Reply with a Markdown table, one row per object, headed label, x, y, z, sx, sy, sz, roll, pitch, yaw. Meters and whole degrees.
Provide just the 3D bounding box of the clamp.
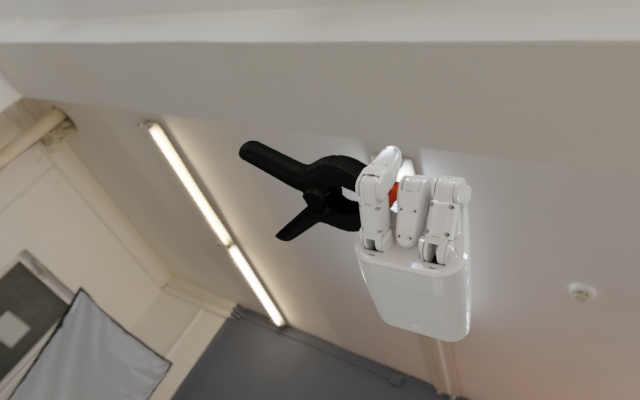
| label | x | y | z | sx | sy | sz | roll | pitch | yaw |
| --- | --- | --- | --- | --- | --- | --- | --- | --- | --- |
| clamp | 0.000 | 0.001 | 0.473 | 0.171 | 0.120 | 0.039 | 12 | 46 | 34 |
